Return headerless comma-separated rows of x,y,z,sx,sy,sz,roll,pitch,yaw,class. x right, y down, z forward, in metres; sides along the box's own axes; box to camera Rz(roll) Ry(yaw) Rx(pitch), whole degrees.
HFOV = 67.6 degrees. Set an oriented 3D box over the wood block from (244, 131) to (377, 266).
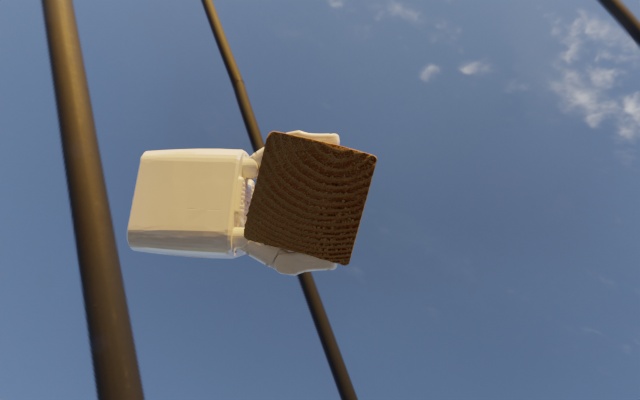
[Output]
0.000,0.001,0.473,0.090,0.091,0.206,14,-1,5,wood block
